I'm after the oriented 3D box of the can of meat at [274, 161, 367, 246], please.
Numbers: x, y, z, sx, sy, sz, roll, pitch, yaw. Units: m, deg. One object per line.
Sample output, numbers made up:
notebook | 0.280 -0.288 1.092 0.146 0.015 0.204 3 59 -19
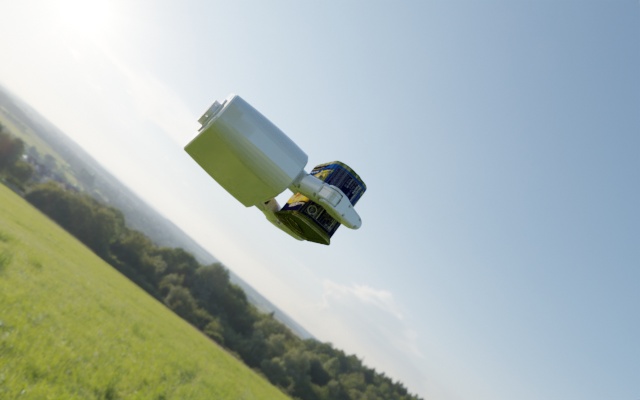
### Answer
can of meat | 0.000 0.002 0.575 0.057 0.084 0.102 41 -15 -16
